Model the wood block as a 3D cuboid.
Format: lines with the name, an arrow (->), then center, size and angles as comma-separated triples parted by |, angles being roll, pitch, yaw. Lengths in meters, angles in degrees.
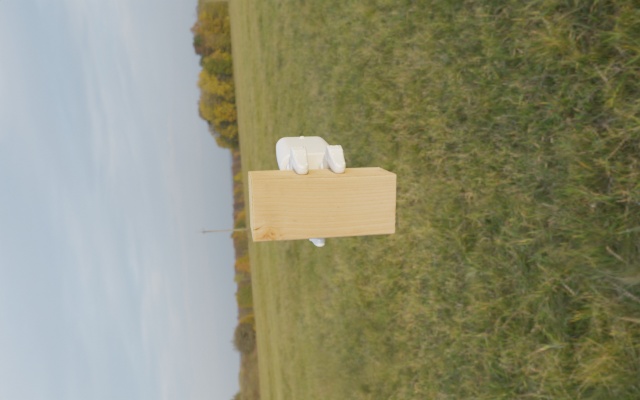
wood block -> 0.000, 0.003, 0.711 | 0.206, 0.091, 0.090 | -3, 12, -11
